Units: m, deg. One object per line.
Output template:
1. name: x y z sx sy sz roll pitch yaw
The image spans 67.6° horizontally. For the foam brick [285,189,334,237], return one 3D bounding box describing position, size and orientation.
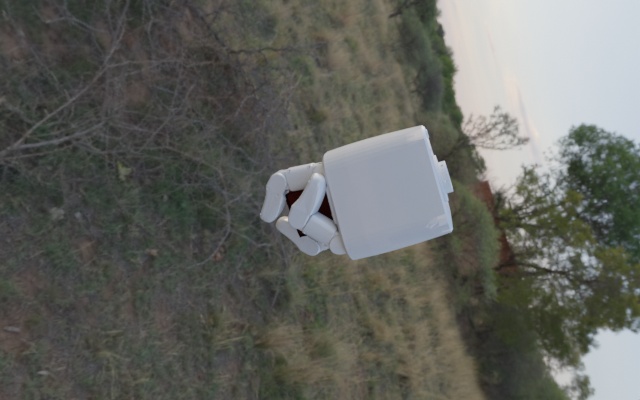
1. foam brick: 0.000 0.002 0.547 0.051 0.053 0.078 -16 11 16
